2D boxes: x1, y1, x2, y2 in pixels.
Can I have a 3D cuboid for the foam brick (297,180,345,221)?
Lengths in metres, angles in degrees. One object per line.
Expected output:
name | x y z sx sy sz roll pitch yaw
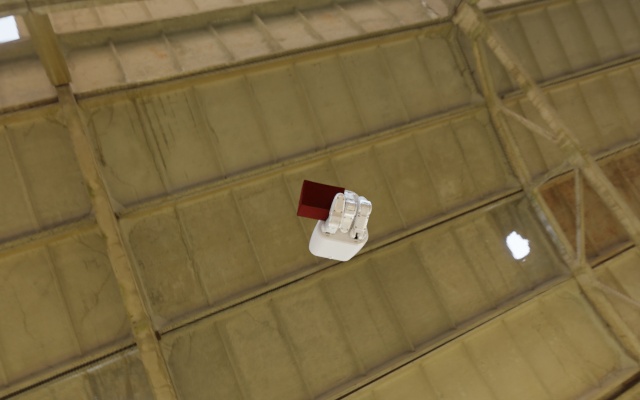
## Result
foam brick | 0.000 0.003 0.870 0.078 0.053 0.051 12 -27 -7
